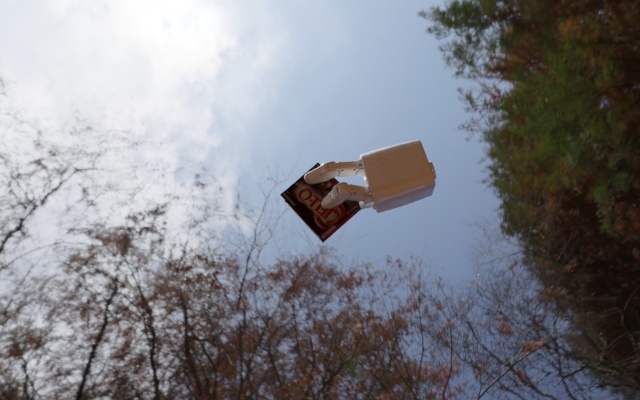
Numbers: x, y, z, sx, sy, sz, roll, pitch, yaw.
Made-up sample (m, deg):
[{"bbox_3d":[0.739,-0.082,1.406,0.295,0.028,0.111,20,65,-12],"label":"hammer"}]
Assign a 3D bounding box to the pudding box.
[{"bbox_3d":[0.000,0.003,0.821,0.113,0.090,0.039,45,-10,29],"label":"pudding box"}]
